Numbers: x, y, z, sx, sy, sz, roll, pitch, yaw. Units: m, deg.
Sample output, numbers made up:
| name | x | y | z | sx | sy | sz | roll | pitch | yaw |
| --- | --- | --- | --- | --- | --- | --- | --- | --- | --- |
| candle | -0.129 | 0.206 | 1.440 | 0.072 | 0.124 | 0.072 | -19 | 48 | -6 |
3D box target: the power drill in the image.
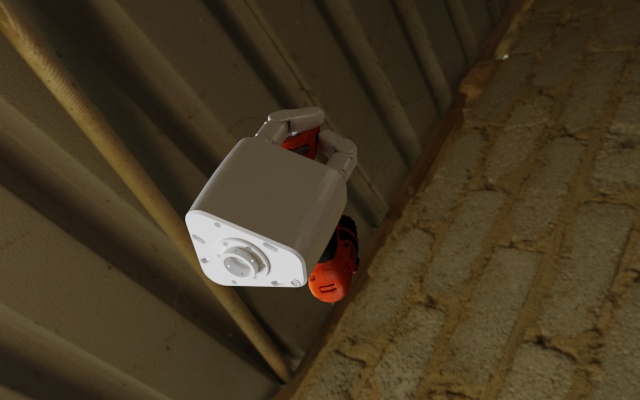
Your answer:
| name | x | y | z | sx | sy | sz | roll | pitch | yaw |
| --- | --- | --- | --- | --- | --- | --- | --- | --- | --- |
| power drill | 0.000 | 0.002 | 0.571 | 0.057 | 0.188 | 0.184 | -17 | 17 | 12 |
